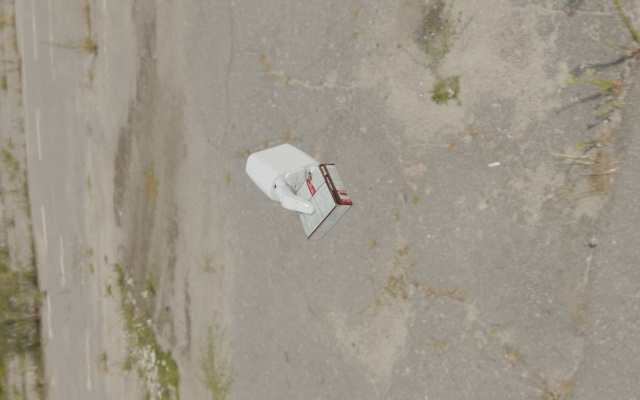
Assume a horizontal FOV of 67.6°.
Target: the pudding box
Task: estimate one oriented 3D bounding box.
[{"bbox_3d":[0.000,0.003,0.844,0.039,0.090,0.113,-4,-32,-35],"label":"pudding box"}]
